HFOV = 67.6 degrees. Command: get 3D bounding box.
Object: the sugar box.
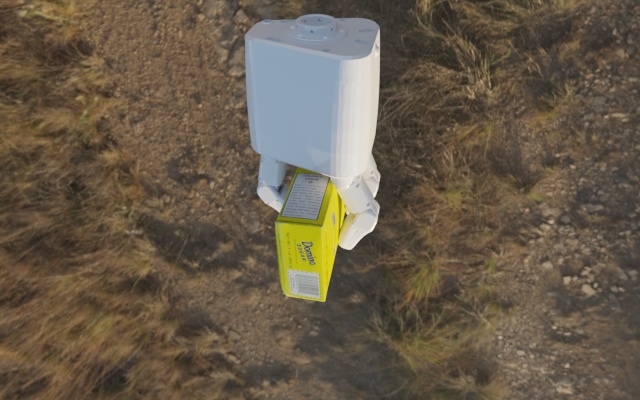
[{"bbox_3d":[0.001,0.002,0.470,0.048,0.093,0.176,7,39,11],"label":"sugar box"}]
